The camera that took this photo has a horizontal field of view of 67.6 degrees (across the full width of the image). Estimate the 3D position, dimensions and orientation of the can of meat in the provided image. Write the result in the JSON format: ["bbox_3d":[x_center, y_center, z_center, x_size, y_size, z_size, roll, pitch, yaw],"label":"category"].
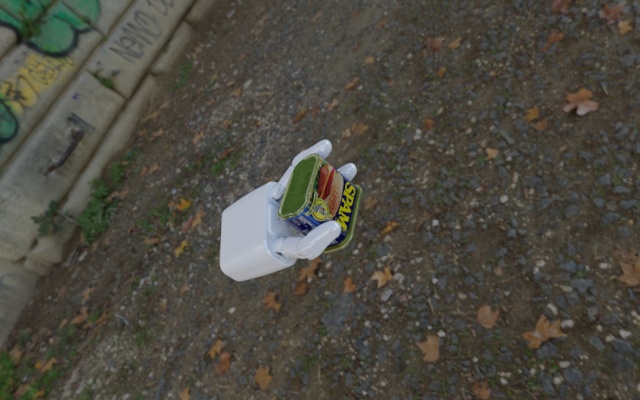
[{"bbox_3d":[0.000,0.002,0.614,0.057,0.102,0.084,-21,-48,42],"label":"can of meat"}]
